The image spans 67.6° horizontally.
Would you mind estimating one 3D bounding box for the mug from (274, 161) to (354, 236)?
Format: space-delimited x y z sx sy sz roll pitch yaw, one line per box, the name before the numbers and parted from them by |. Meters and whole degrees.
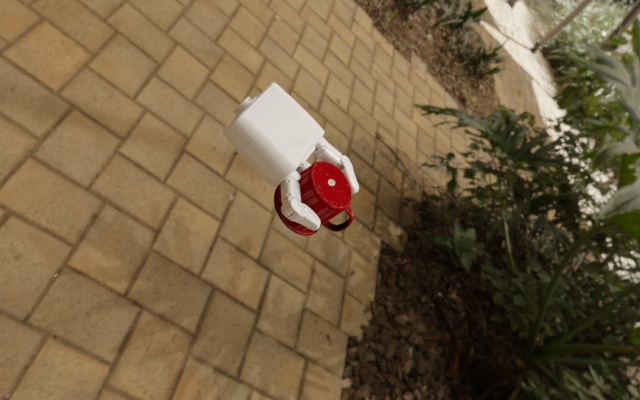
mug | 0.001 0.003 0.709 0.081 0.117 0.093 -34 19 38
